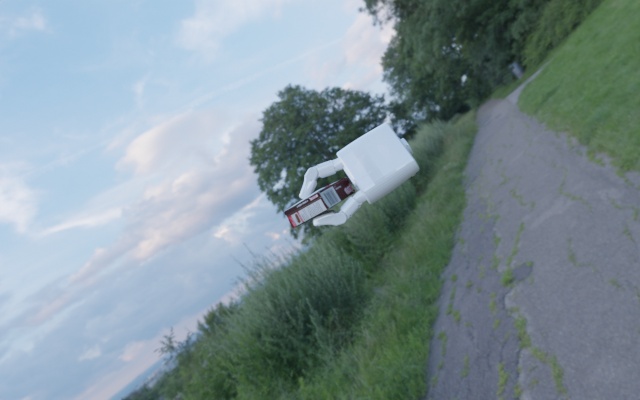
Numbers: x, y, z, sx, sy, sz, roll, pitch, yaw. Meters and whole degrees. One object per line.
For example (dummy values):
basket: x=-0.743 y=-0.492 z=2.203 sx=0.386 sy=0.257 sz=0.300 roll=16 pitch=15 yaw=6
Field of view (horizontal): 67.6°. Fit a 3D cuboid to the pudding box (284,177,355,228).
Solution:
pudding box: x=0.000 y=0.003 z=0.868 sx=0.090 sy=0.039 sz=0.113 roll=-30 pitch=-2 yaw=33
